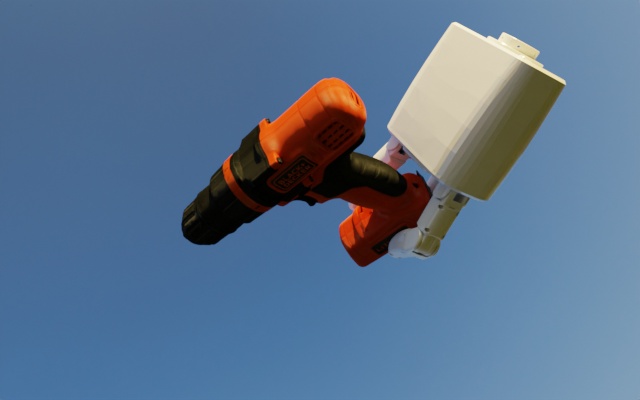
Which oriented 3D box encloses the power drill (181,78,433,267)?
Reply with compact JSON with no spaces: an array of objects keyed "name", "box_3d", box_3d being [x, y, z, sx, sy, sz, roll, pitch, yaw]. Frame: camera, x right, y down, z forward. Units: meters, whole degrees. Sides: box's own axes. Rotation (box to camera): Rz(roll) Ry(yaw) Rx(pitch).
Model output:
[{"name":"power drill","box_3d":[0.001,0.001,0.414,0.184,0.057,0.188,-36,-39,25]}]
